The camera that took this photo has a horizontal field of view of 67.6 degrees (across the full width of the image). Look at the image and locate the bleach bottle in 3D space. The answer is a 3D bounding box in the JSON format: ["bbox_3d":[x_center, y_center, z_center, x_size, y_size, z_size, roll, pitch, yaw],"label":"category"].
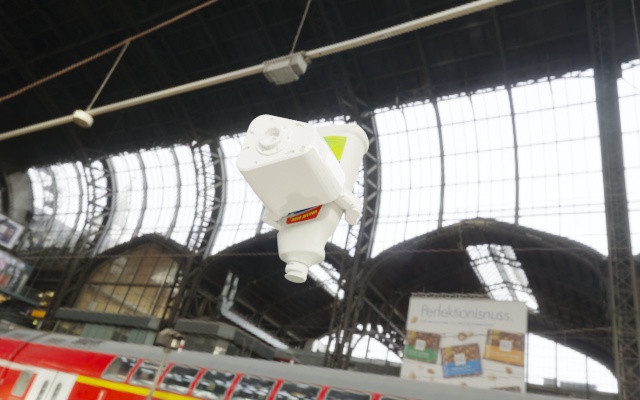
[{"bbox_3d":[0.000,0.002,0.718,0.102,0.250,0.068,0,-32,24],"label":"bleach bottle"}]
